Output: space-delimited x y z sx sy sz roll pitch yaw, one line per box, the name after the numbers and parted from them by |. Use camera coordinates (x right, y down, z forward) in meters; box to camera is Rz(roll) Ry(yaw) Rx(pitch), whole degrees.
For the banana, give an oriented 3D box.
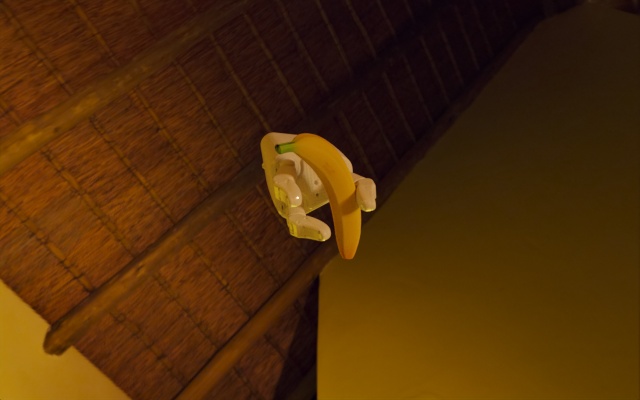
0.012 -0.013 0.584 0.069 0.198 0.037 -42 35 -14 | banana
